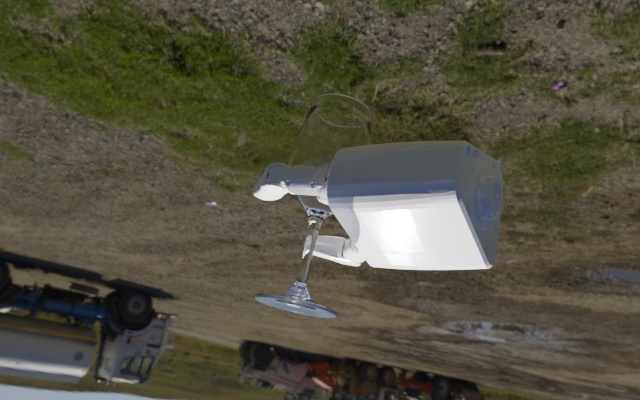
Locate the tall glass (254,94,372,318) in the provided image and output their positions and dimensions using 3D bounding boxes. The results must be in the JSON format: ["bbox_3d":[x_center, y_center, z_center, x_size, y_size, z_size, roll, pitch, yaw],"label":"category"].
[{"bbox_3d":[0.000,0.002,0.447,0.079,0.201,0.079,11,-20,4],"label":"tall glass"}]
